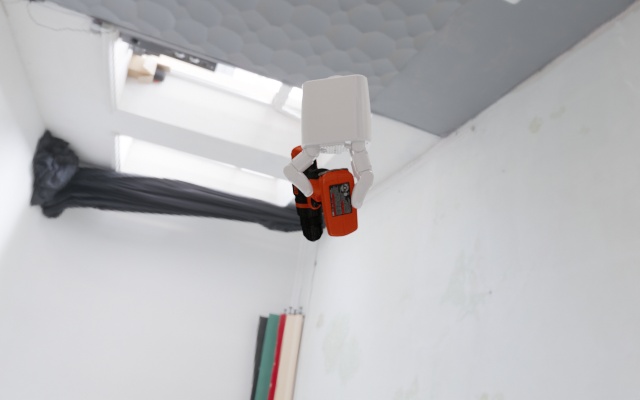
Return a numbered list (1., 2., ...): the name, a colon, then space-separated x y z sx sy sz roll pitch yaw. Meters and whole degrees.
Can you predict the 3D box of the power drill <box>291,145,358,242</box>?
1. power drill: 0.000 0.003 0.823 0.057 0.184 0.187 -14 17 -19
